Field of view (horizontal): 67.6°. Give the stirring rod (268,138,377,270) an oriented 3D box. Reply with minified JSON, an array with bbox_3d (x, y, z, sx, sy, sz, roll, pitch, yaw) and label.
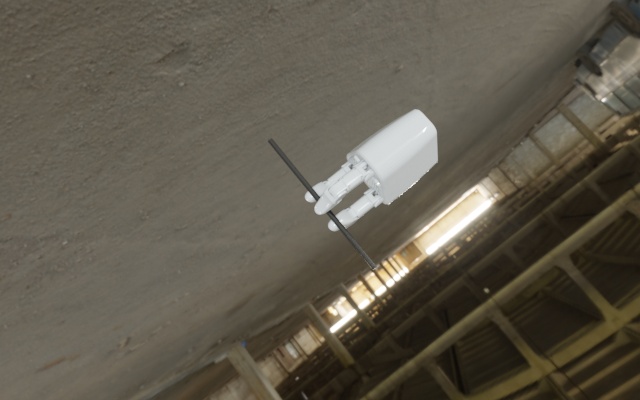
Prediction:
[{"bbox_3d":[0.000,0.002,0.680,0.011,0.239,0.011,-37,-12,-9],"label":"stirring rod"}]
